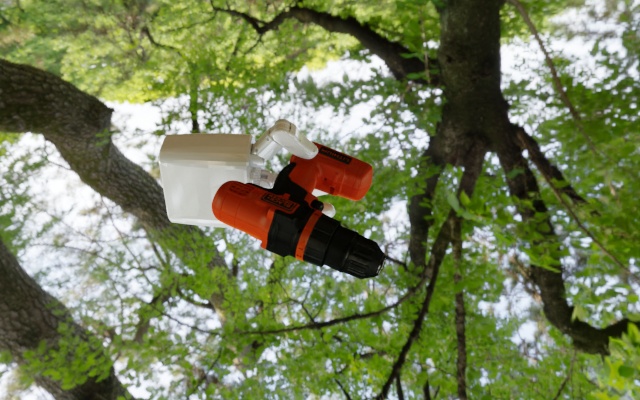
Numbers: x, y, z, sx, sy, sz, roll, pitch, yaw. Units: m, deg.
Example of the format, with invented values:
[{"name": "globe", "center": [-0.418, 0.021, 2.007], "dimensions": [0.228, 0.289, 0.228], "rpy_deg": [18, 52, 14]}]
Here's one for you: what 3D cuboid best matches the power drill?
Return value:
[{"name": "power drill", "center": [0.000, 0.002, 0.534], "dimensions": [0.184, 0.057, 0.187], "rpy_deg": [24, 29, 10]}]
